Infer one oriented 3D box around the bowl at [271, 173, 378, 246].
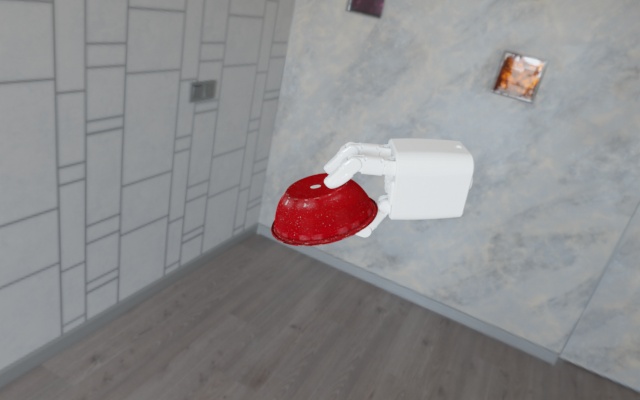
[{"bbox_3d":[-0.001,0.002,0.694,0.162,0.055,0.162,-11,24,5],"label":"bowl"}]
